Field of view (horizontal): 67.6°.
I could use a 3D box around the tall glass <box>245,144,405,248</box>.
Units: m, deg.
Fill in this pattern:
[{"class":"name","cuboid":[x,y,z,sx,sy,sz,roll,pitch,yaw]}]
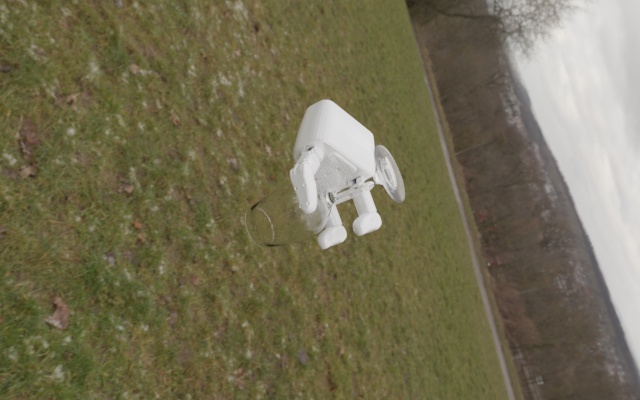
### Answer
[{"class":"tall glass","cuboid":[0.001,0.002,0.606,0.201,0.079,0.079,-23,-10,26]}]
